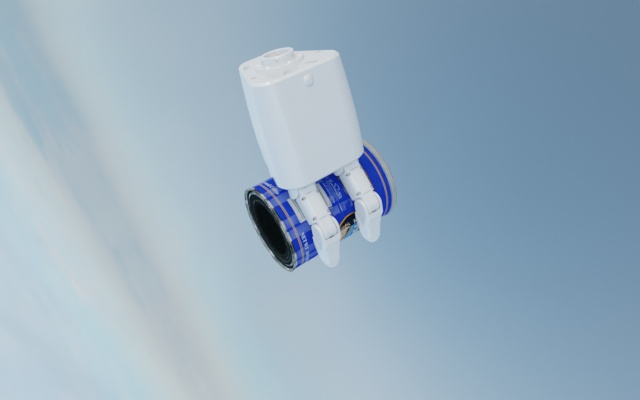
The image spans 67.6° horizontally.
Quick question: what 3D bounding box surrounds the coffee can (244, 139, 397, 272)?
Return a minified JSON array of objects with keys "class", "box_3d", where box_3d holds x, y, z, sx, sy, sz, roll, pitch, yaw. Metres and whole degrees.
[{"class":"coffee can","box_3d":[0.000,0.002,0.543,0.140,0.103,0.103,-29,12,-22]}]
